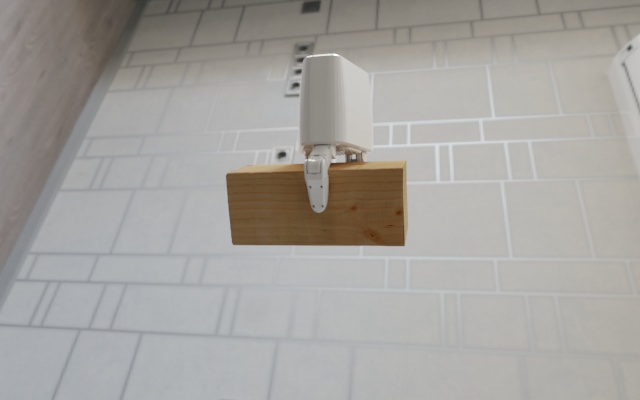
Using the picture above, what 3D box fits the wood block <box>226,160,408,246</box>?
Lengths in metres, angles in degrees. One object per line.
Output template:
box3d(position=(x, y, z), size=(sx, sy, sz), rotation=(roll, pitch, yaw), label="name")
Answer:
box3d(position=(0.000, 0.002, 0.586), size=(0.206, 0.090, 0.091), rotation=(-1, 10, 13), label="wood block")
